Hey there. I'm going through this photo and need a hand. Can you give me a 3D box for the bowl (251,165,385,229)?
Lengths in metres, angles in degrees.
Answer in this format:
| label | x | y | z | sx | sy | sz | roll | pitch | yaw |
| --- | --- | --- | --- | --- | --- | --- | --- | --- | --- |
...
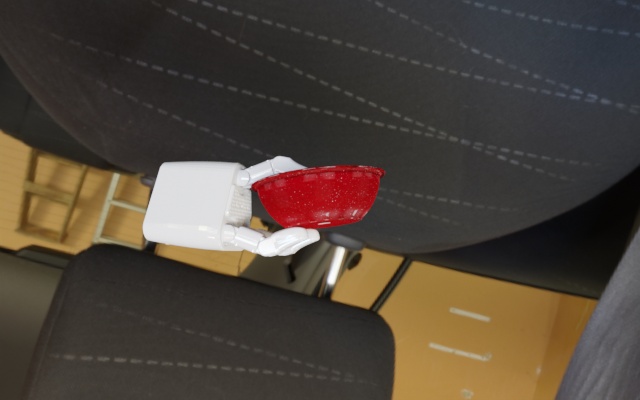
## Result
| label | x | y | z | sx | sy | sz | roll | pitch | yaw |
| --- | --- | --- | --- | --- | --- | --- | --- | --- | --- |
| bowl | 0.001 | 0.002 | 0.569 | 0.162 | 0.055 | 0.162 | -7 | -8 | -1 |
